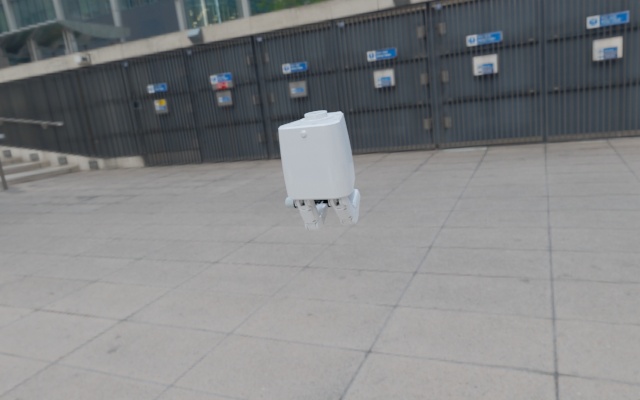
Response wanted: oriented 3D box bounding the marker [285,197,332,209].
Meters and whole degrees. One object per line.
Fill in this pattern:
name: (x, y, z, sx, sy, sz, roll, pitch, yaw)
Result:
marker: (0.000, 0.003, 0.774, 0.121, 0.020, 0.020, -1, -1, 24)
